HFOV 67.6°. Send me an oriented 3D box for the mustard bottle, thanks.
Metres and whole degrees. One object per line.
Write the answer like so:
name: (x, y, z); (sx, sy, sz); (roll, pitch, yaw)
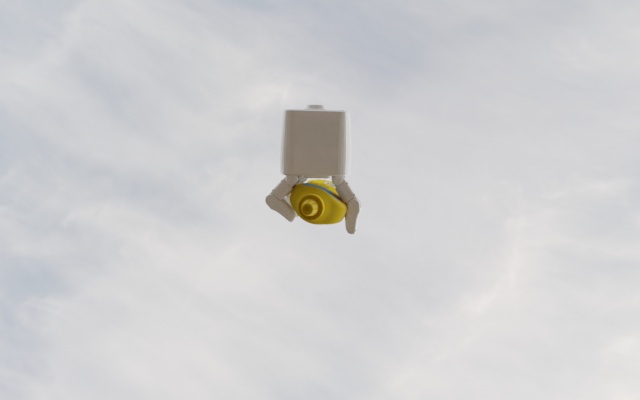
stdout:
mustard bottle: (0.000, 0.003, 0.801); (0.096, 0.058, 0.191); (27, 10, 8)
